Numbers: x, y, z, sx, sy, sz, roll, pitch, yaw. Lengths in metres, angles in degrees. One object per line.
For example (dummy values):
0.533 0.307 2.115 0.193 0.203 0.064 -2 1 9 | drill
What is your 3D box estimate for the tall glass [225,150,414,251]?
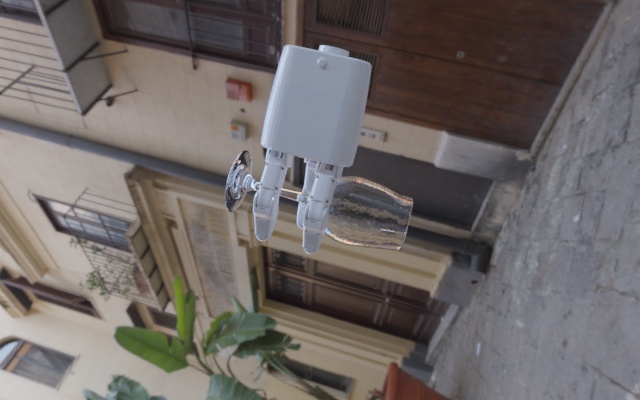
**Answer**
-0.001 0.002 0.540 0.201 0.079 0.079 15 2 8 | tall glass
